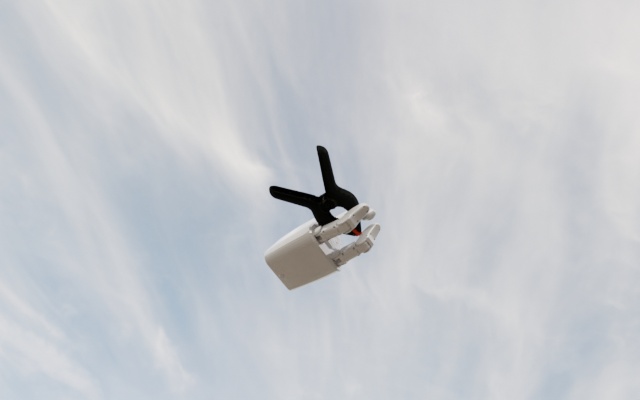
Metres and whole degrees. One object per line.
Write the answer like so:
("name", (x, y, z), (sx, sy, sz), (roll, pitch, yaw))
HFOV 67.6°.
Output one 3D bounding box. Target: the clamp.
("clamp", (0.000, 0.002, 0.798), (0.120, 0.171, 0.039), (-29, 21, 21))
